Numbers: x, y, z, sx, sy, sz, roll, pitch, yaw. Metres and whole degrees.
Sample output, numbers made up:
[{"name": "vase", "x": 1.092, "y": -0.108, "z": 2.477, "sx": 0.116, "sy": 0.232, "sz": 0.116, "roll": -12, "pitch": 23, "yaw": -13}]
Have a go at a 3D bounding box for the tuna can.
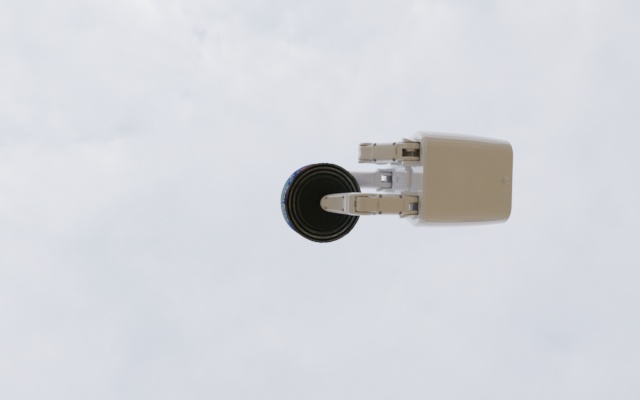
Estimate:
[{"name": "tuna can", "x": 0.000, "y": 0.002, "z": 0.521, "sx": 0.086, "sy": 0.086, "sz": 0.034, "roll": 0, "pitch": 4, "yaw": -17}]
